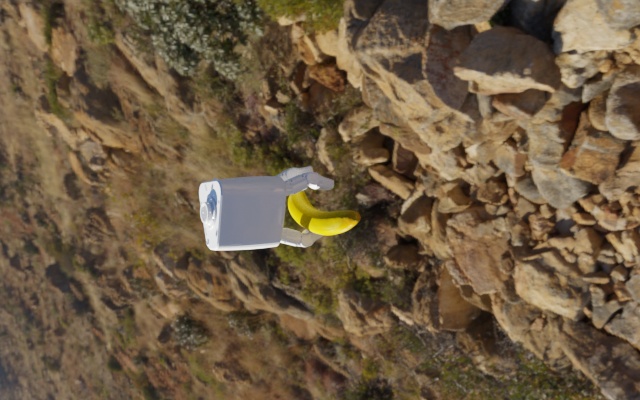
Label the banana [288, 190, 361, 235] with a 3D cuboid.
[{"bbox_3d":[-0.007,0.019,0.780,0.037,0.070,0.197,7,16,-35],"label":"banana"}]
